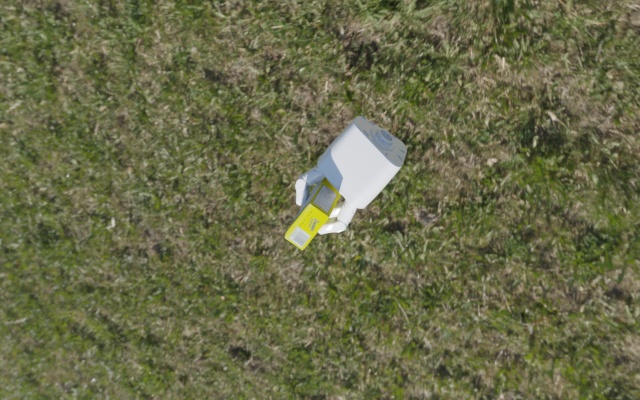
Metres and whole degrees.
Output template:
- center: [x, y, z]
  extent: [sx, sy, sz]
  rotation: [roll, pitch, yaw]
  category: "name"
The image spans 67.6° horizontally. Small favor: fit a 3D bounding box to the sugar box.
- center: [0.001, 0.003, 0.860]
  extent: [0.048, 0.093, 0.176]
  rotation: [37, 34, -2]
  category: "sugar box"
